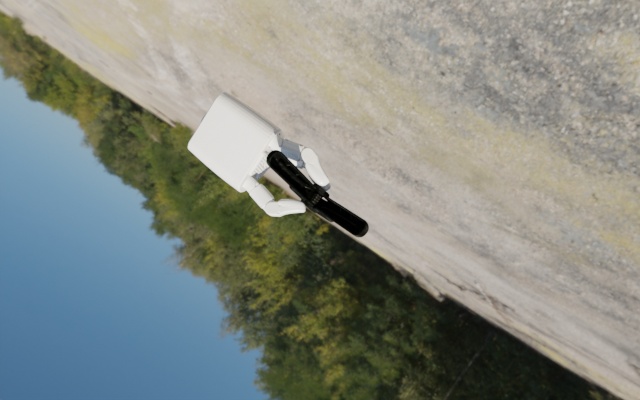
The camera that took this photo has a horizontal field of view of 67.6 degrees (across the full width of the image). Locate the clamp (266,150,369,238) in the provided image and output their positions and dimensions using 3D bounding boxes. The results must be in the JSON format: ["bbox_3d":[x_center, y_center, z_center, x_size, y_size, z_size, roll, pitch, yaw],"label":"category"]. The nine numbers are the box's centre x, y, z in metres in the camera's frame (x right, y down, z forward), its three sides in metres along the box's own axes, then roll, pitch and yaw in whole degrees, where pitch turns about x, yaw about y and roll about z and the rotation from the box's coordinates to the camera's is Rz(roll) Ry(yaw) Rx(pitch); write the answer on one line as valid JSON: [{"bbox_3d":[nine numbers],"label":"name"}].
[{"bbox_3d":[-0.001,0.003,0.709,0.164,0.036,0.210,40,-4,7],"label":"clamp"}]
